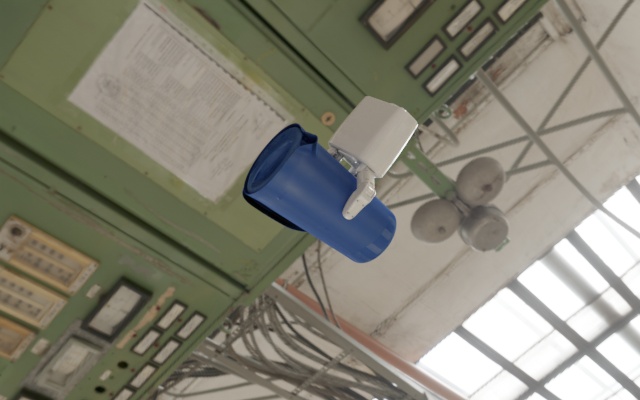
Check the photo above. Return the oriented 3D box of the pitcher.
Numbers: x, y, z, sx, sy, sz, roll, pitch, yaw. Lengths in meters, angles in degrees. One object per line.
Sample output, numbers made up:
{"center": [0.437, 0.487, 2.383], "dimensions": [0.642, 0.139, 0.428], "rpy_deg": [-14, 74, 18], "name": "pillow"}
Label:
{"center": [0.000, 0.002, 0.777], "dimensions": [0.243, 0.145, 0.149], "rpy_deg": [38, -3, -25], "name": "pitcher"}
